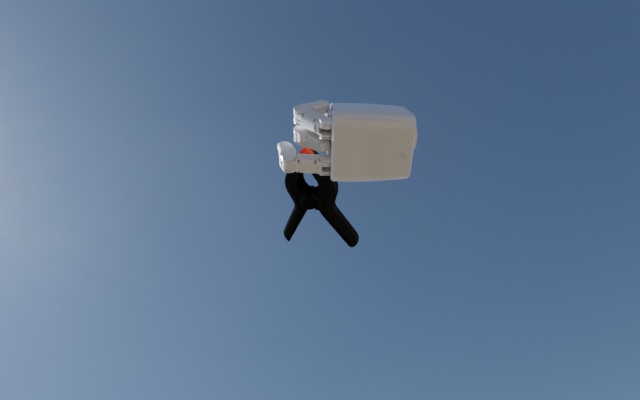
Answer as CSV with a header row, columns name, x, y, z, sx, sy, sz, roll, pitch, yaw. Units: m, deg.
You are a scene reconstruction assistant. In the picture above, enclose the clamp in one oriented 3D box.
name,x,y,z,sx,sy,sz,roll,pitch,yaw
clamp,0.000,0.002,0.701,0.120,0.172,0.039,7,39,9
